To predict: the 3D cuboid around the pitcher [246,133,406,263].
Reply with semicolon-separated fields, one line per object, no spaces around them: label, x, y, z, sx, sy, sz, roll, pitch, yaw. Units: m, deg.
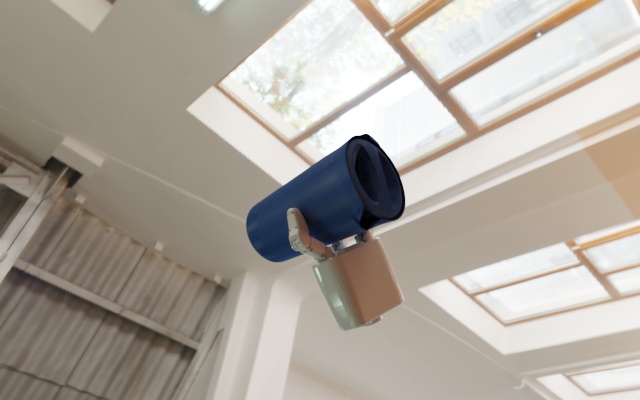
pitcher;0.000;0.003;0.743;0.243;0.145;0.149;-28;-6;36
